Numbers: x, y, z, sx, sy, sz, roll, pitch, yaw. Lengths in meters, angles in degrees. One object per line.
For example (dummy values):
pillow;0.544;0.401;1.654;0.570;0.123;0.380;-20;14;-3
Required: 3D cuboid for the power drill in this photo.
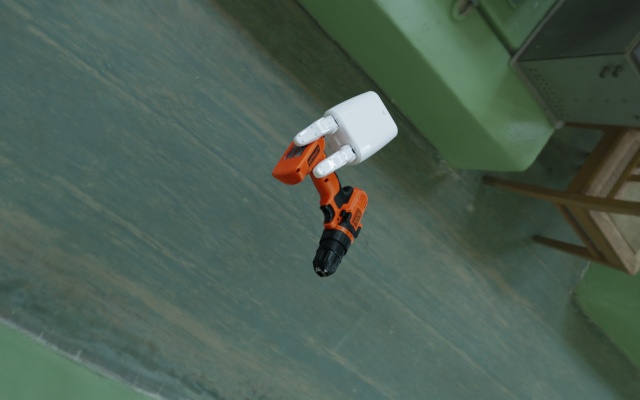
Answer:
power drill;0.000;0.002;0.761;0.057;0.188;0.184;-9;38;34
